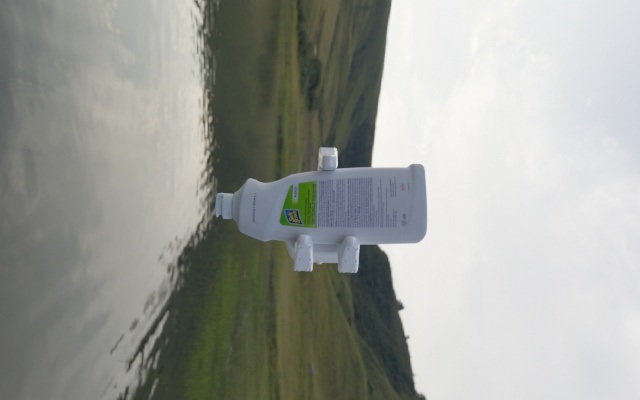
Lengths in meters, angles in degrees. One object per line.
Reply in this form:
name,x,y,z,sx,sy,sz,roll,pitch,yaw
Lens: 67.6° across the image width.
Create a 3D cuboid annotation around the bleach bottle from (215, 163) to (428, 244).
bleach bottle,0.000,0.002,0.587,0.251,0.102,0.068,2,-16,-4
